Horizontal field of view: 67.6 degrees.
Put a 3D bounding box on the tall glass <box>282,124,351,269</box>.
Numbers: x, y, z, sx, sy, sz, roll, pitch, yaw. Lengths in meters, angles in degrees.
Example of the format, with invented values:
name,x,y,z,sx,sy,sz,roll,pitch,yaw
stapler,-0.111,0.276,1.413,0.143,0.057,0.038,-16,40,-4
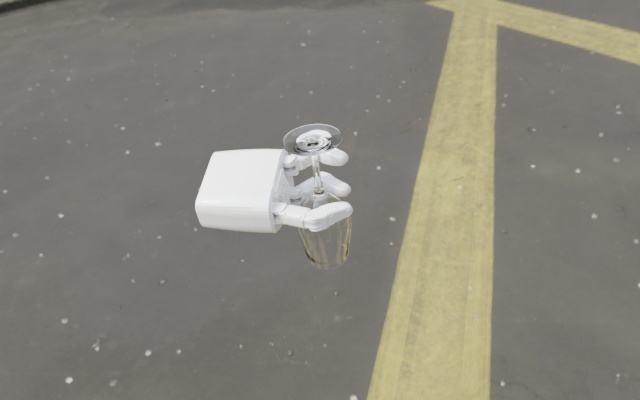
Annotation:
name,x,y,z,sx,sy,sz,roll,pitch,yaw
tall glass,0.000,0.002,0.648,0.079,0.201,0.079,-5,37,4
